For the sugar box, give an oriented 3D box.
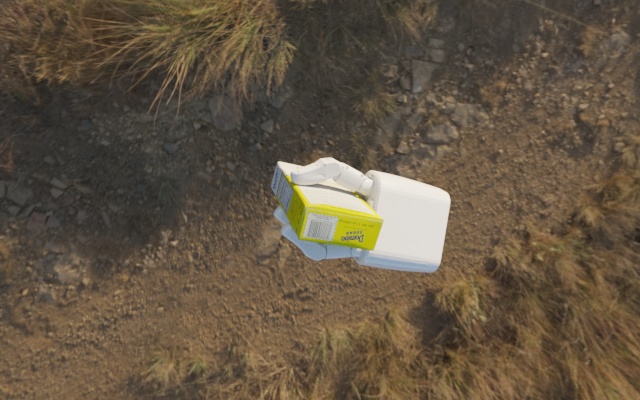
[{"bbox_3d":[0.000,0.003,0.590,0.093,0.048,0.176,11,14,-19],"label":"sugar box"}]
